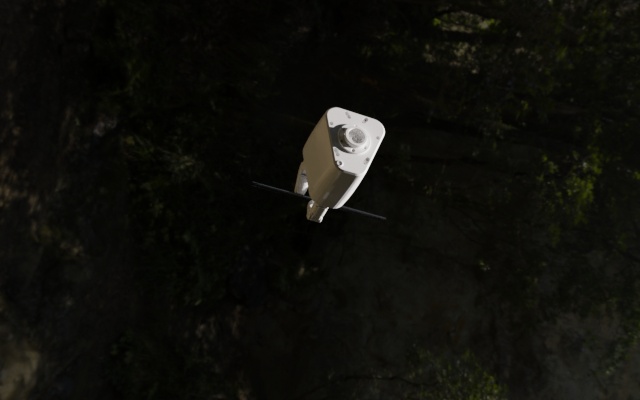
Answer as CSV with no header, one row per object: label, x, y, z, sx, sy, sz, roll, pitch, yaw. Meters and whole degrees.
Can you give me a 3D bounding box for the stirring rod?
stirring rod,0.000,0.003,0.815,0.239,0.011,0.011,15,-3,-12
